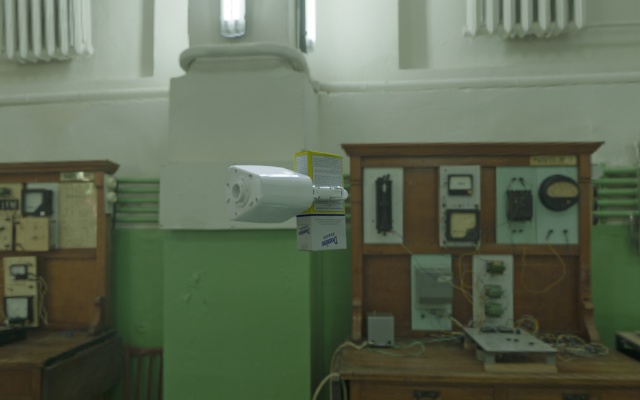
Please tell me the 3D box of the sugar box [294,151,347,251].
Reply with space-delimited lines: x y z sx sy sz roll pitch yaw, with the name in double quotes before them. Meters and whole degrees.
"sugar box" 0.000 0.003 0.867 0.093 0.176 0.048 3 -4 -45
